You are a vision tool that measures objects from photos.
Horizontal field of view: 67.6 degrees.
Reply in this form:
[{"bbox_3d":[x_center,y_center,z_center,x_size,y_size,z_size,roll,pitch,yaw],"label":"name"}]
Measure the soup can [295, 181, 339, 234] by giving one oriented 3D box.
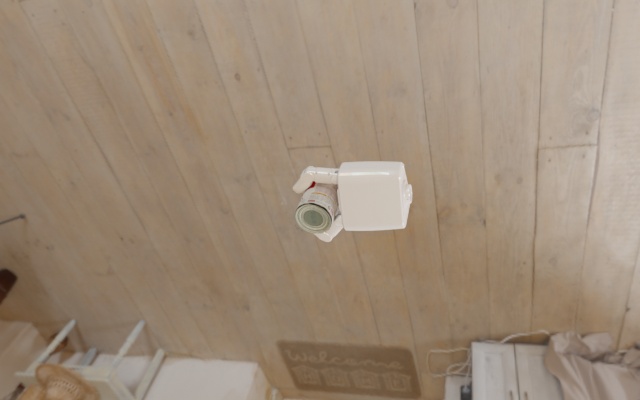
[{"bbox_3d":[0.000,0.003,0.850,0.068,0.068,0.102,0,36,18],"label":"soup can"}]
